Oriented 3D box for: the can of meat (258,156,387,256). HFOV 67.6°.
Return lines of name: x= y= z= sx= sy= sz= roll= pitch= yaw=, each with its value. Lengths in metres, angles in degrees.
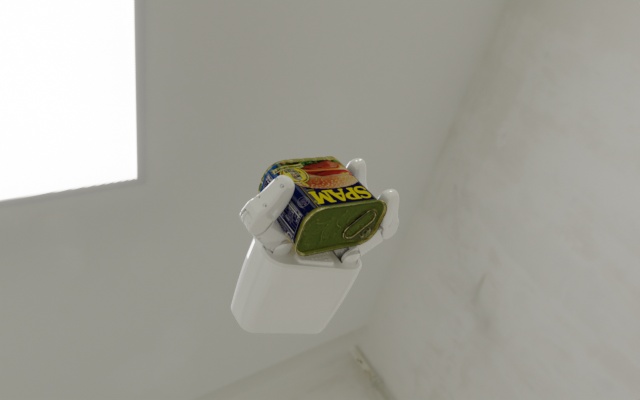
can of meat: x=0.000 y=0.001 z=0.475 sx=0.102 sy=0.057 sz=0.084 roll=-7 pitch=42 yaw=-37
